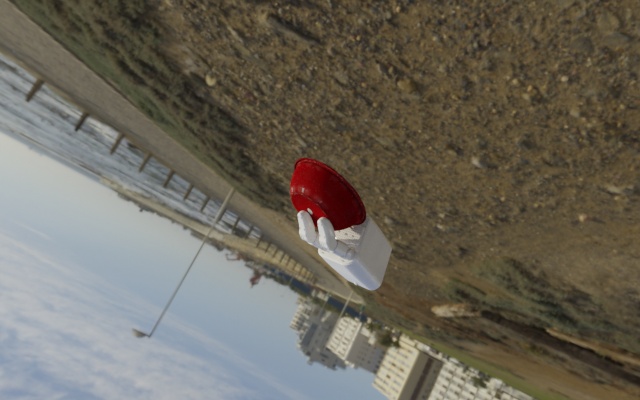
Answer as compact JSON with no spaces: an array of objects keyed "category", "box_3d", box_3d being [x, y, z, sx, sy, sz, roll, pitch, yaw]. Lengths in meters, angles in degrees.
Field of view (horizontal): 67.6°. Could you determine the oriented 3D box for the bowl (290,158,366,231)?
[{"category":"bowl","box_3d":[-0.001,0.002,0.838,0.055,0.162,0.162,-47,23,-23]}]
